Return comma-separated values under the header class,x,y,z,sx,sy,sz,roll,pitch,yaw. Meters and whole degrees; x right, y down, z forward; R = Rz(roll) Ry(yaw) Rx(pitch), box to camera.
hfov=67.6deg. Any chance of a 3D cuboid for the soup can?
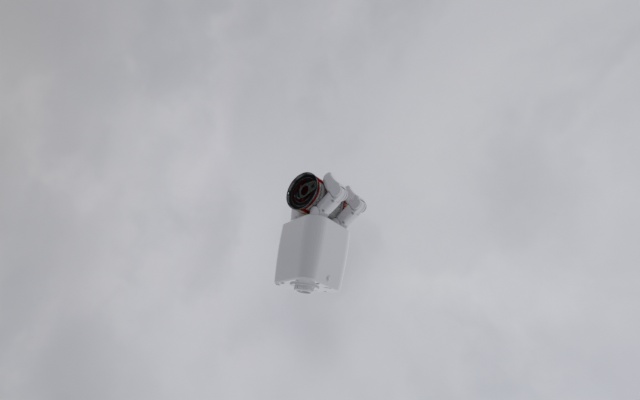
class,x,y,z,sx,sy,sz,roll,pitch,yaw
soup can,0.000,0.002,0.821,0.068,0.068,0.102,0,-22,42
